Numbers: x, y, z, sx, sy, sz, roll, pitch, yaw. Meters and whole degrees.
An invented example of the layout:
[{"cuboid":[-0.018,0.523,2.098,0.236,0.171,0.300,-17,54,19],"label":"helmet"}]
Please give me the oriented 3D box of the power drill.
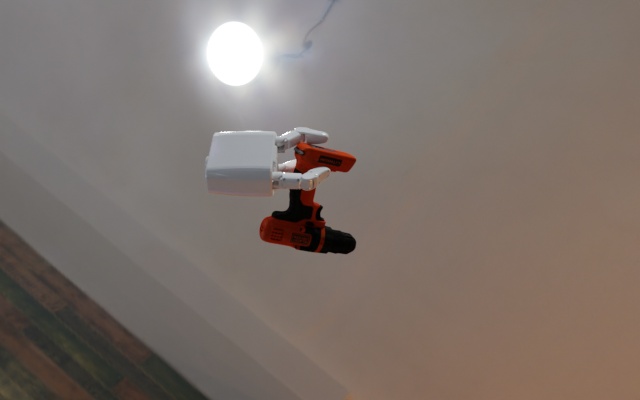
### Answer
[{"cuboid":[0.000,0.002,0.841,0.184,0.188,0.057,11,12,-24],"label":"power drill"}]
